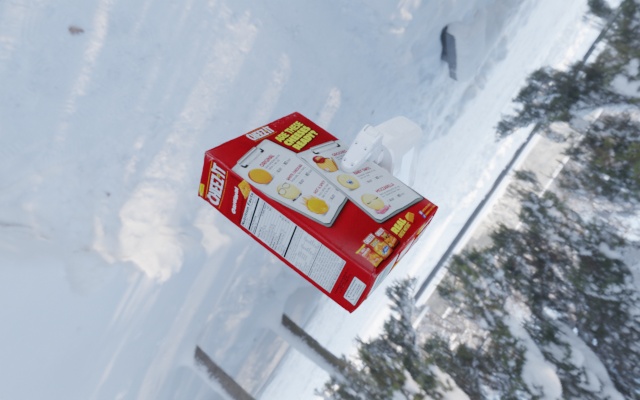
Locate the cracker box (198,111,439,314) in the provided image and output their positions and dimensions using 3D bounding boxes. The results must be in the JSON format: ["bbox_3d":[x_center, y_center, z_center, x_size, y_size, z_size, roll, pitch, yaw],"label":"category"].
[{"bbox_3d":[0.000,0.002,0.528,0.213,0.072,0.164,35,39,16],"label":"cracker box"}]
